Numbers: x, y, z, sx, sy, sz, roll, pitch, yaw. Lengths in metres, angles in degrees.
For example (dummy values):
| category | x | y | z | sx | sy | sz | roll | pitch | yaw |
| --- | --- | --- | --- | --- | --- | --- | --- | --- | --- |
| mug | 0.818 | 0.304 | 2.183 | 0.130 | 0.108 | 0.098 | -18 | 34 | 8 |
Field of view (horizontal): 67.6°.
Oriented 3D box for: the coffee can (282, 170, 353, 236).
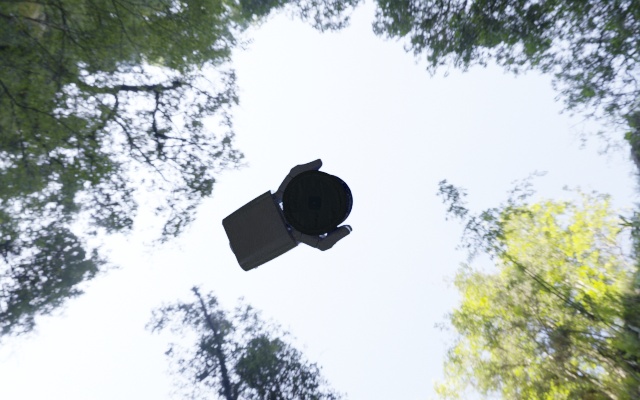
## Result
| category | x | y | z | sx | sy | sz | roll | pitch | yaw |
| --- | --- | --- | --- | --- | --- | --- | --- | --- | --- |
| coffee can | 0.000 | 0.002 | 0.806 | 0.103 | 0.103 | 0.140 | 0 | 1 | 8 |
